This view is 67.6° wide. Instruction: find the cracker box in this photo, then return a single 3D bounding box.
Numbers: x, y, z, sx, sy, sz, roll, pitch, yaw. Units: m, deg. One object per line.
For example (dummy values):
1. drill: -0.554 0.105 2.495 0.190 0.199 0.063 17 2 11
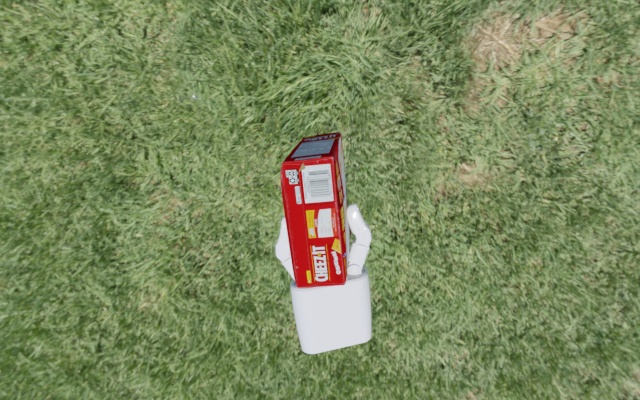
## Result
1. cracker box: 0.000 0.002 0.670 0.072 0.164 0.213 -5 15 6
